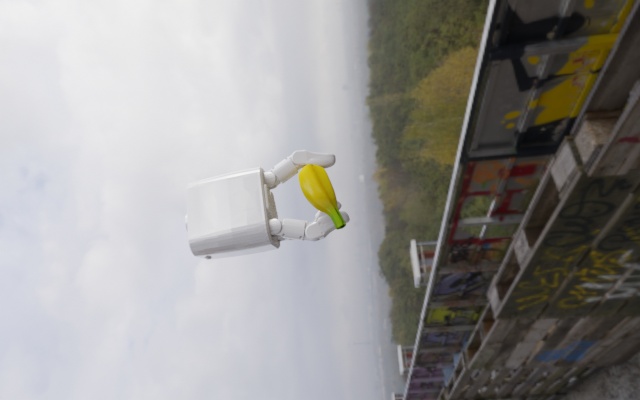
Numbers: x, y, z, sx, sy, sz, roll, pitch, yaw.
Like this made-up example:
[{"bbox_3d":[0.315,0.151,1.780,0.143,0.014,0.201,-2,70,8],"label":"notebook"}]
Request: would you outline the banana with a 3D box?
[{"bbox_3d":[-0.005,-0.015,0.612,0.037,0.069,0.197,-18,12,-1],"label":"banana"}]
